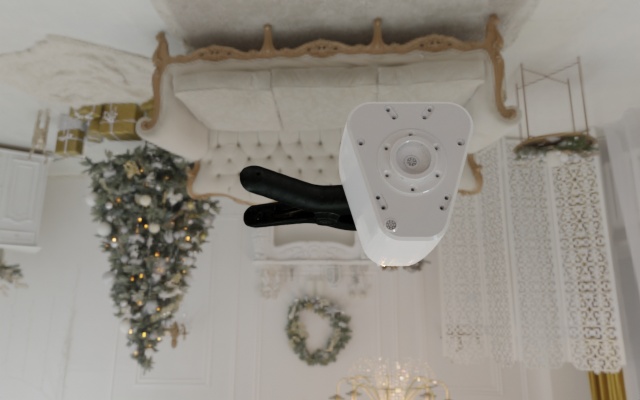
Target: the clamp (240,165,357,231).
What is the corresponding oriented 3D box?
[{"bbox_3d":[0.000,0.002,0.467,0.171,0.039,0.120,0,-16,2],"label":"clamp"}]
